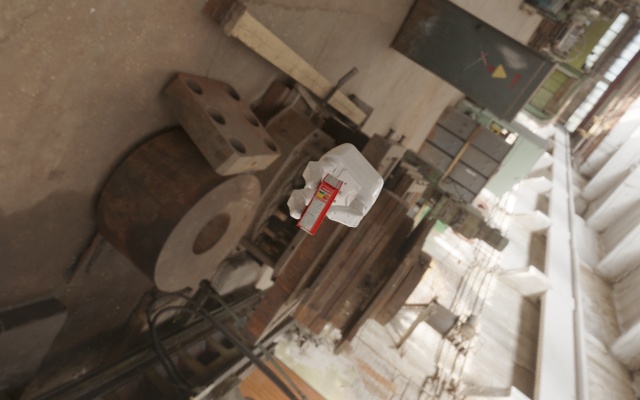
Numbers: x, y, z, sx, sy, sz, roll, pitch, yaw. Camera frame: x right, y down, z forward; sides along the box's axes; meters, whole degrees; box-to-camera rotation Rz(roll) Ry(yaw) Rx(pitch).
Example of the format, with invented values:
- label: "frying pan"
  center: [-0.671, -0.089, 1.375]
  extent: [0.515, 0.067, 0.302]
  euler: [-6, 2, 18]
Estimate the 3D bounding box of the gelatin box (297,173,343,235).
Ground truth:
- label: "gelatin box"
  center: [0.000, 0.003, 0.684]
  extent: [0.030, 0.073, 0.089]
  euler: [31, 12, 0]
